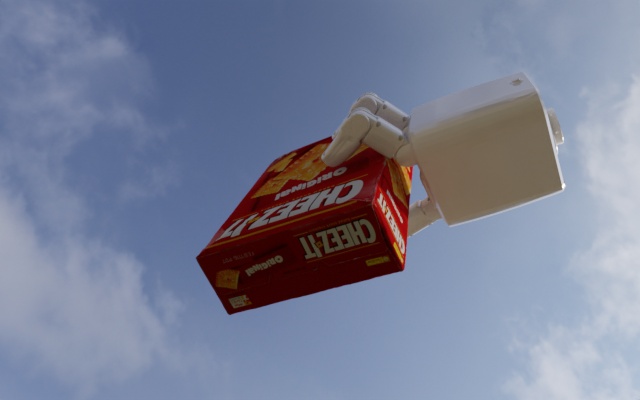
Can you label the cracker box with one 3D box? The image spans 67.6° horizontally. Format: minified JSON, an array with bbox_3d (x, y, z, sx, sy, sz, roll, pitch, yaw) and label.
[{"bbox_3d":[0.000,0.002,0.464,0.164,0.072,0.213,-19,20,22],"label":"cracker box"}]
